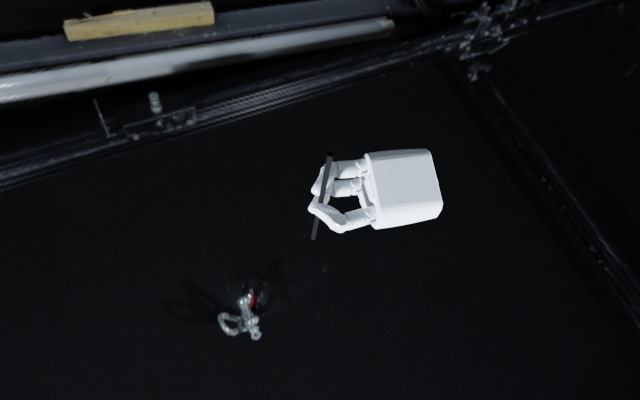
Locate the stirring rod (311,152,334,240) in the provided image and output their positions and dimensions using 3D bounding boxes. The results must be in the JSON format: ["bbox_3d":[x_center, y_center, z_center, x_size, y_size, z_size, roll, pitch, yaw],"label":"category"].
[{"bbox_3d":[0.000,0.002,0.725,0.011,0.011,0.240,0,-31,-7],"label":"stirring rod"}]
